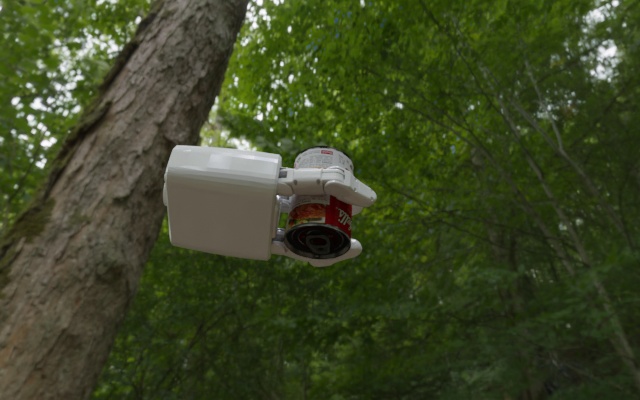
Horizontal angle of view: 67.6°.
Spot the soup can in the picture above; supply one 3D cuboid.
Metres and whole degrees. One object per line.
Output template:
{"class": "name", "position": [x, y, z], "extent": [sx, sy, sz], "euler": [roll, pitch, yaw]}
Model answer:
{"class": "soup can", "position": [0.001, 0.001, 0.504], "extent": [0.068, 0.102, 0.069], "euler": [3, -35, 2]}
